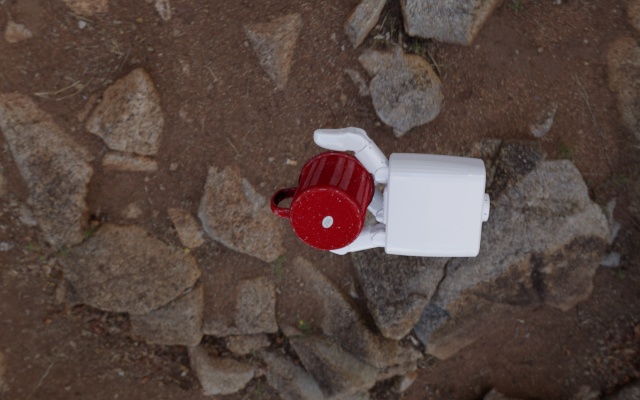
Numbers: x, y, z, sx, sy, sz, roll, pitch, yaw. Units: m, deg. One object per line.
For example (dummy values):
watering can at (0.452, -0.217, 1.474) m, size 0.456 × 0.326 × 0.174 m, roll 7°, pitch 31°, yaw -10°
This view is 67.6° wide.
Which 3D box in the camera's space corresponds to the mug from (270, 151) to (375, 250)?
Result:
mug at (-0.001, 0.002, 0.540) m, size 0.117 × 0.093 × 0.081 m, roll 2°, pitch 29°, yaw 10°
